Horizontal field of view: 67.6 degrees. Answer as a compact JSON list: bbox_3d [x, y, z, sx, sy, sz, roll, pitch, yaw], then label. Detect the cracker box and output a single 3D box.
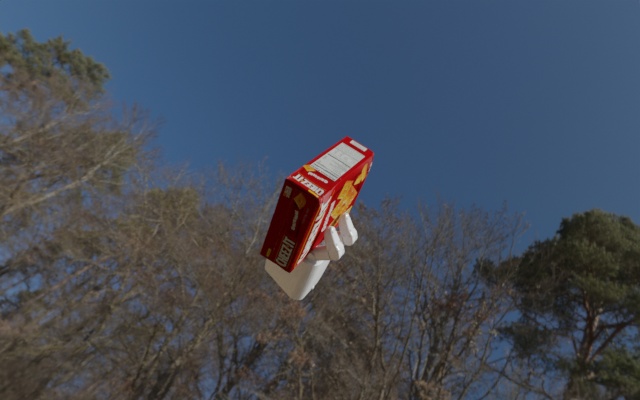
[{"bbox_3d":[0.000,0.003,0.821,0.072,0.164,0.213,31,36,14],"label":"cracker box"}]
